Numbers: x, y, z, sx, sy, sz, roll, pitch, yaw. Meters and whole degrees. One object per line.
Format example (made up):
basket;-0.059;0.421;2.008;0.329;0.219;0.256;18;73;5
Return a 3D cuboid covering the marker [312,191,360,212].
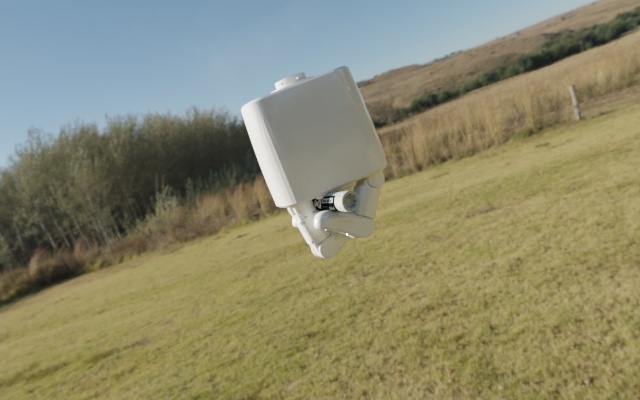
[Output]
marker;0.000;0.002;0.475;0.020;0.020;0.121;0;-1;-26
